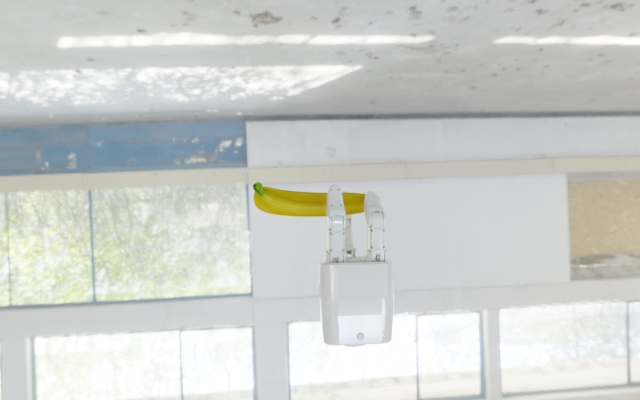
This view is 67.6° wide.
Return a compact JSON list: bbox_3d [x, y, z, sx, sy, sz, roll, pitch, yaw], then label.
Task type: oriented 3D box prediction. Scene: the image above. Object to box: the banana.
[{"bbox_3d":[-0.012,0.004,0.660,0.198,0.037,0.069,4,-7,-31],"label":"banana"}]
